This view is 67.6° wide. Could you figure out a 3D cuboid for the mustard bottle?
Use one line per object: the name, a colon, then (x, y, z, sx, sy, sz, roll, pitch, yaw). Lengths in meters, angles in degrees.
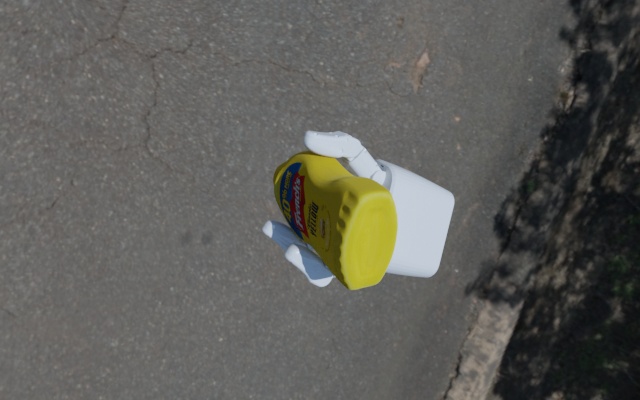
mustard bottle: (0.000, 0.002, 0.482, 0.058, 0.096, 0.191, -10, 27, -26)
